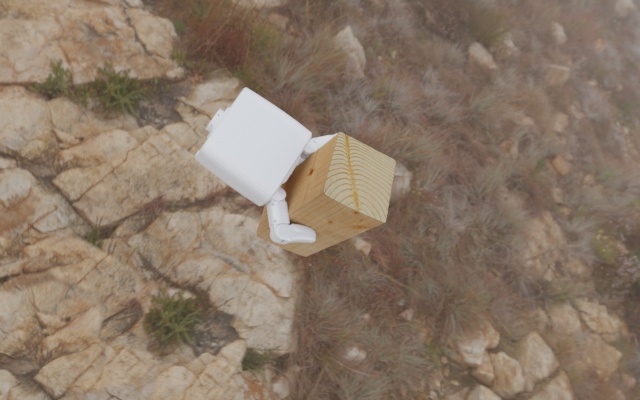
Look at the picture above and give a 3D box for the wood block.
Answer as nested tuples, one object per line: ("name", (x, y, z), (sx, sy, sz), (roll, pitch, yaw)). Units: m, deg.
("wood block", (0.000, 0.002, 0.652), (0.090, 0.090, 0.206), (25, -28, -21))
